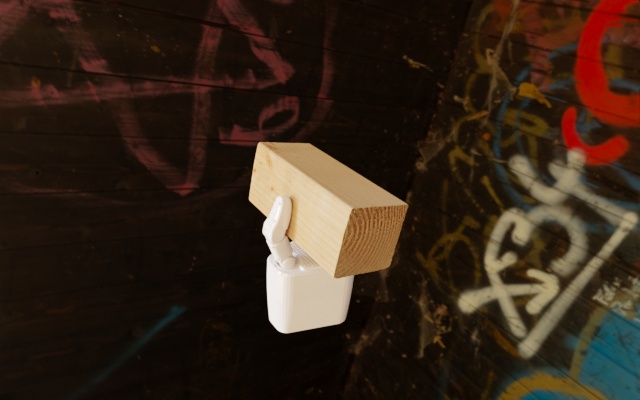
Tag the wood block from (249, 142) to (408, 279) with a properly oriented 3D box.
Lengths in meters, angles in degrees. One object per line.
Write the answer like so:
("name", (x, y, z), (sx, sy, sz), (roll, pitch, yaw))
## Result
("wood block", (0.000, 0.002, 0.612), (0.091, 0.090, 0.206), (-5, 28, -37))
